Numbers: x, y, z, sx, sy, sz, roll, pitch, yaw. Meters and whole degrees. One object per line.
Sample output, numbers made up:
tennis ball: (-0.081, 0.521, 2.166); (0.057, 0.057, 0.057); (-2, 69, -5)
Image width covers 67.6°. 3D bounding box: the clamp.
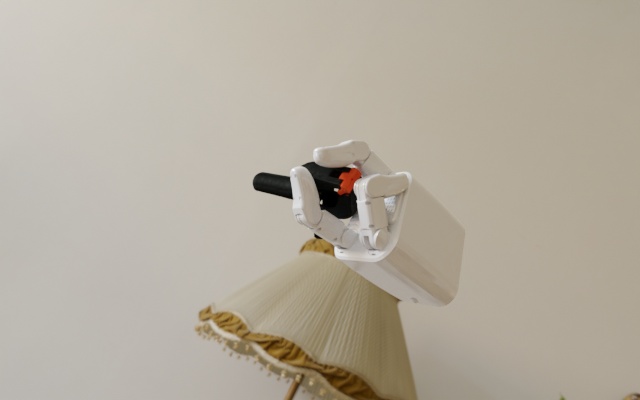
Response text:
clamp: (0.000, 0.001, 0.551); (0.120, 0.039, 0.171); (38, -22, -25)
